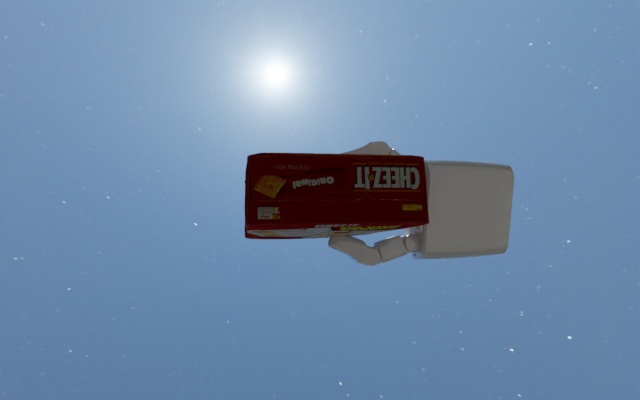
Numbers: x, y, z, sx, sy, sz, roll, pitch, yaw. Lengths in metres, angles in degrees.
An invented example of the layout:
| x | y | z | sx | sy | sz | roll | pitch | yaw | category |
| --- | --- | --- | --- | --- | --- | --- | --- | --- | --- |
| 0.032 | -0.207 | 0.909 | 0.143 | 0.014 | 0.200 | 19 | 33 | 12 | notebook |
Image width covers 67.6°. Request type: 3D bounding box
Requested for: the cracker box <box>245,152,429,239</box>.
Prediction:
| x | y | z | sx | sy | sz | roll | pitch | yaw | category |
| --- | --- | --- | --- | --- | --- | --- | --- | --- | --- |
| 0.000 | 0.002 | 0.518 | 0.164 | 0.072 | 0.214 | -1 | -7 | -9 | cracker box |
